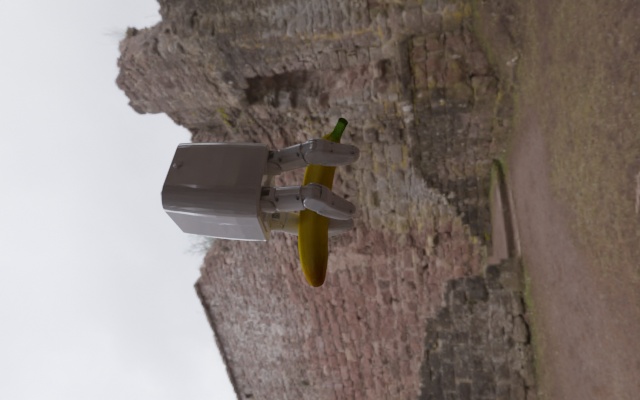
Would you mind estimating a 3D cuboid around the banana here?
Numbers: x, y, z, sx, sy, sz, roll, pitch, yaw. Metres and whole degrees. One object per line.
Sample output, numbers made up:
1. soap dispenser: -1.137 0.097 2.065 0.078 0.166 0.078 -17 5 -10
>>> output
1. banana: -0.003 0.004 0.552 0.037 0.197 0.070 10 -17 -9
